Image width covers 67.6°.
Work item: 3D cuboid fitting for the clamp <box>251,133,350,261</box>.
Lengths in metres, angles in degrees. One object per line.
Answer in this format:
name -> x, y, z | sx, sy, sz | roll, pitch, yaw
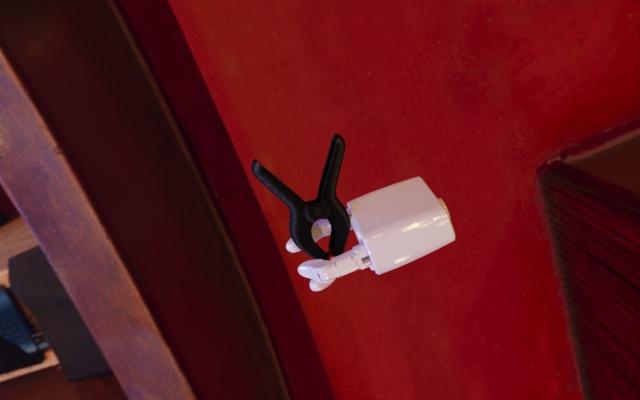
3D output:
clamp -> 0.000, 0.002, 0.606 | 0.120, 0.171, 0.039 | -26, 16, -1
